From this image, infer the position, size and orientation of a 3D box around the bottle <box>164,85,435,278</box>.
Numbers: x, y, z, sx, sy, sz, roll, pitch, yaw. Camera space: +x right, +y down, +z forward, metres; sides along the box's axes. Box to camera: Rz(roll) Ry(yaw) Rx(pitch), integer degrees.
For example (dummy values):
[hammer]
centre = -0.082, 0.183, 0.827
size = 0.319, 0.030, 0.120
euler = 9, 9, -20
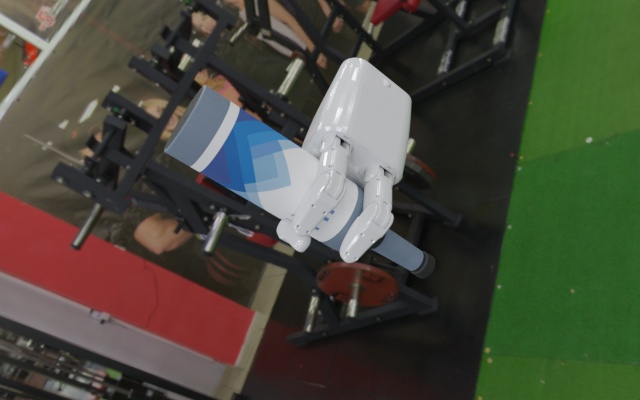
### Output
[bottle]
centre = 0.000, 0.001, 0.461
size = 0.296, 0.069, 0.069
euler = 32, -14, -23
